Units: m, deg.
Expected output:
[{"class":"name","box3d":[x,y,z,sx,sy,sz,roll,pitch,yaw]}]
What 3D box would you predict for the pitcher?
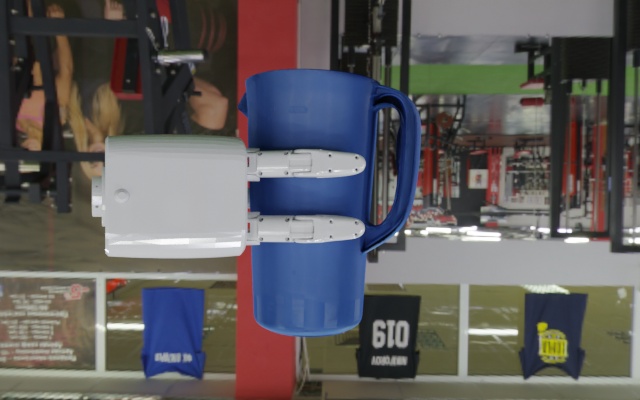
[{"class":"pitcher","box3d":[0.000,0.002,0.467,0.145,0.243,0.149,0,2,-24]}]
